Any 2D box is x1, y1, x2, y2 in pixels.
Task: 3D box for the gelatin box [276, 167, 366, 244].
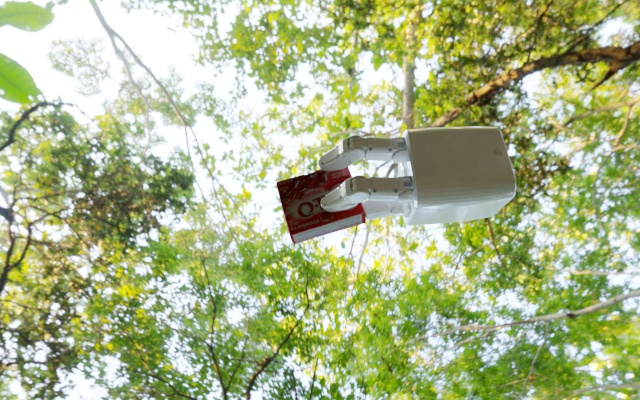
[{"bbox_3d":[0.000,0.002,0.552,0.089,0.073,0.030,-17,-30,-2],"label":"gelatin box"}]
